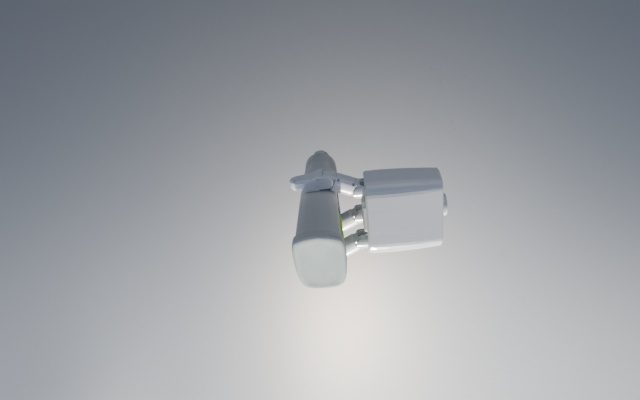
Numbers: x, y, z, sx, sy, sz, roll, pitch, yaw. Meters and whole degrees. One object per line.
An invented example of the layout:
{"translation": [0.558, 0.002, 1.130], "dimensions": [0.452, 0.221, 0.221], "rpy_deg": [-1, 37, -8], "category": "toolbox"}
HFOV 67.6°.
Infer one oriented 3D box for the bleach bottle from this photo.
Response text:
{"translation": [0.000, 0.002, 0.699], "dimensions": [0.068, 0.103, 0.250], "rpy_deg": [-4, 40, 4], "category": "bleach bottle"}
